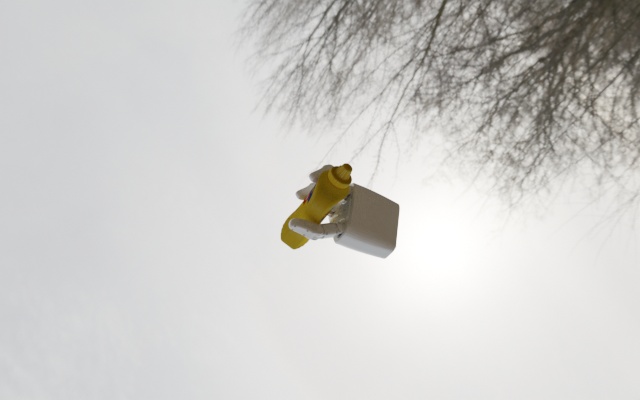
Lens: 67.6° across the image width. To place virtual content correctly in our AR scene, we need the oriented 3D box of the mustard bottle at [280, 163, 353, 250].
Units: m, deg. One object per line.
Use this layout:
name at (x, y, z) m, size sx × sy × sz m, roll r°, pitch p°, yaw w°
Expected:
mustard bottle at (0.000, 0.003, 0.838) m, size 0.192 × 0.058 × 0.096 m, roll -51°, pitch 1°, yaw 40°
